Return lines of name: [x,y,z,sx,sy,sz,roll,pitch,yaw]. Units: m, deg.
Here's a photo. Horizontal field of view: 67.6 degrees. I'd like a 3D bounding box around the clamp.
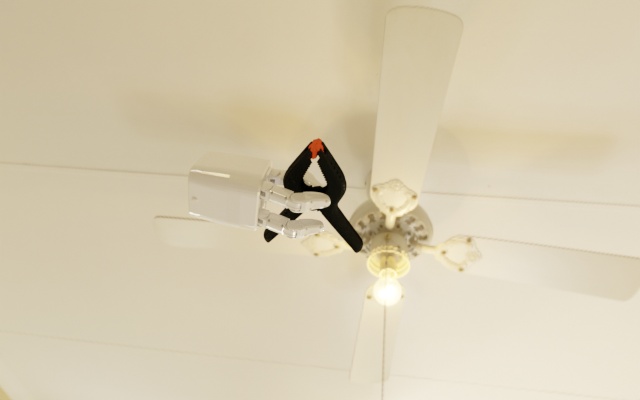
clamp: [0.000,0.001,0.733,0.164,0.210,0.036,11,41,-1]
